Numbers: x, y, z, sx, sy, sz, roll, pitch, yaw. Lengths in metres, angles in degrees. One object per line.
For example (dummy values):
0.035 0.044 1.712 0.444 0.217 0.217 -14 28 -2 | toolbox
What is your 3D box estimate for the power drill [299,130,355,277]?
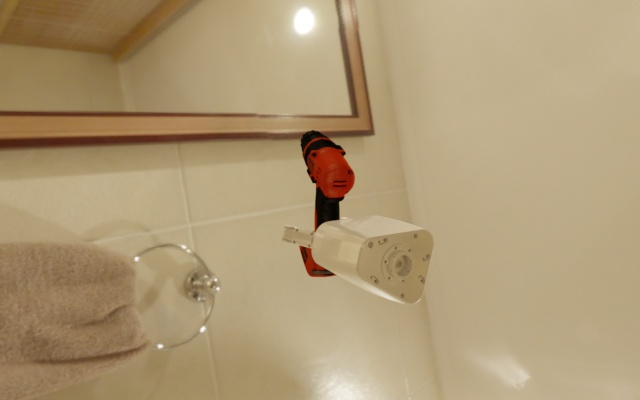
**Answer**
0.000 0.003 0.702 0.057 0.188 0.184 -3 25 -10 | power drill
